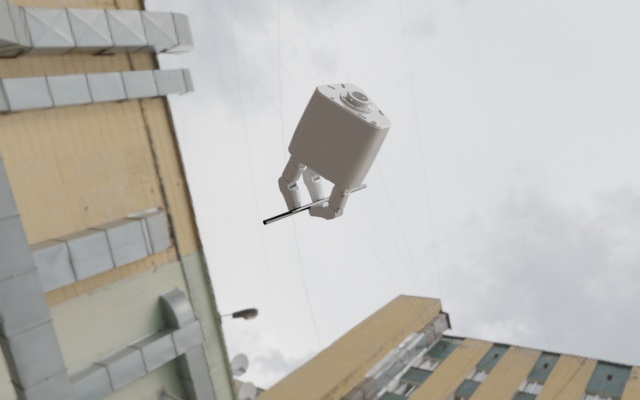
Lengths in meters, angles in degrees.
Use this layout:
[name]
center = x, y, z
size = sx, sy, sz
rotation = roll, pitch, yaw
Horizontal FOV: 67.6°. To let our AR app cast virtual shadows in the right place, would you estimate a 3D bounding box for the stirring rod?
[stirring rod]
center = 0.000, 0.002, 0.752
size = 0.011, 0.011, 0.239
rotation = 0, 14, 42
